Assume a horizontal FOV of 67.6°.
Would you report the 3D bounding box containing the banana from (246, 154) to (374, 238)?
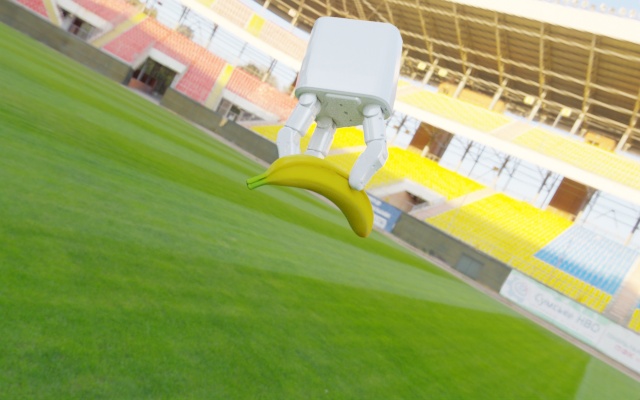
[{"bbox_3d":[0.011,-0.008,0.554,0.070,0.037,0.198,-34,-43,32],"label":"banana"}]
